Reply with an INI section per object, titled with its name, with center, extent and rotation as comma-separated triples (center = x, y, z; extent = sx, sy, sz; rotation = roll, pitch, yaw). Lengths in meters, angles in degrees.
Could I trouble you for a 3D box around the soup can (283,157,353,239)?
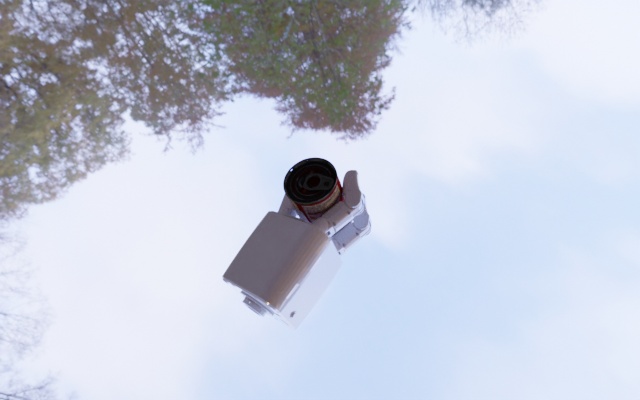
[soup can]
center = 0.000, 0.002, 0.614
extent = 0.068, 0.068, 0.102
rotation = 0, -32, 18
